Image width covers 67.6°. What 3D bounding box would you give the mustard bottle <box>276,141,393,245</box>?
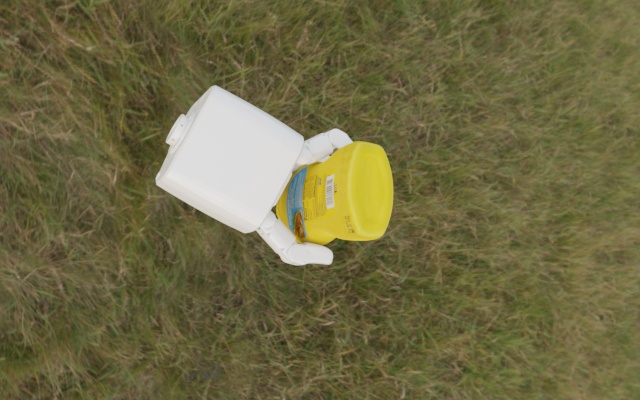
[{"bbox_3d":[0.001,0.002,0.536,0.058,0.096,0.191,5,-10,-31],"label":"mustard bottle"}]
